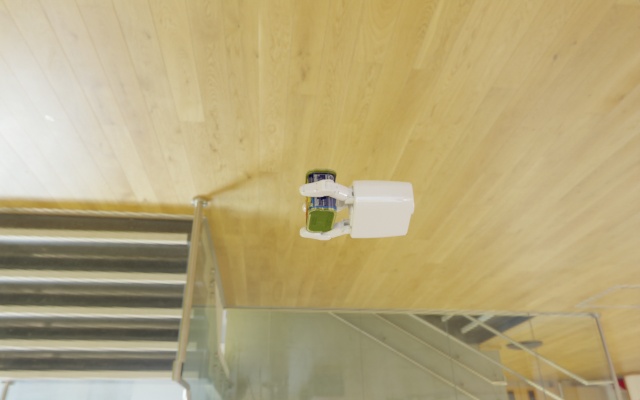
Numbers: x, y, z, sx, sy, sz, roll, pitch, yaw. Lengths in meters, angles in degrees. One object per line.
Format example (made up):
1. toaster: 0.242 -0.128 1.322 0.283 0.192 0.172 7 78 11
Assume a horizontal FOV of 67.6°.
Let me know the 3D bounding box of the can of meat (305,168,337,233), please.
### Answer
1. can of meat: 0.000 0.003 0.881 0.057 0.084 0.102 1 -28 -5
